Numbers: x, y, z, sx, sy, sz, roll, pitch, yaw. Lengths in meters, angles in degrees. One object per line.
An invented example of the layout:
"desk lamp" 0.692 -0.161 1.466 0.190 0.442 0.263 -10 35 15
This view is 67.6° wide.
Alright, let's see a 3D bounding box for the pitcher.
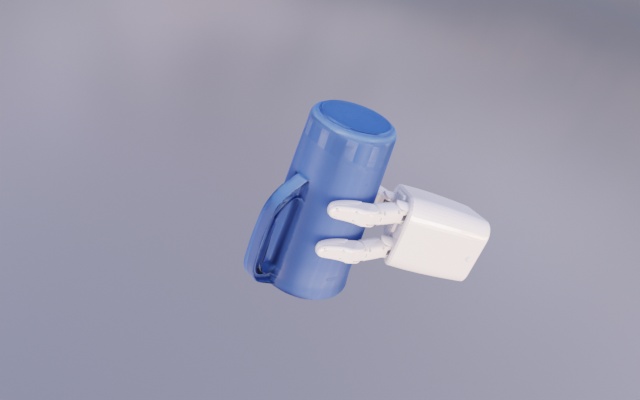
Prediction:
"pitcher" 0.000 0.002 0.613 0.145 0.243 0.149 16 30 -5
